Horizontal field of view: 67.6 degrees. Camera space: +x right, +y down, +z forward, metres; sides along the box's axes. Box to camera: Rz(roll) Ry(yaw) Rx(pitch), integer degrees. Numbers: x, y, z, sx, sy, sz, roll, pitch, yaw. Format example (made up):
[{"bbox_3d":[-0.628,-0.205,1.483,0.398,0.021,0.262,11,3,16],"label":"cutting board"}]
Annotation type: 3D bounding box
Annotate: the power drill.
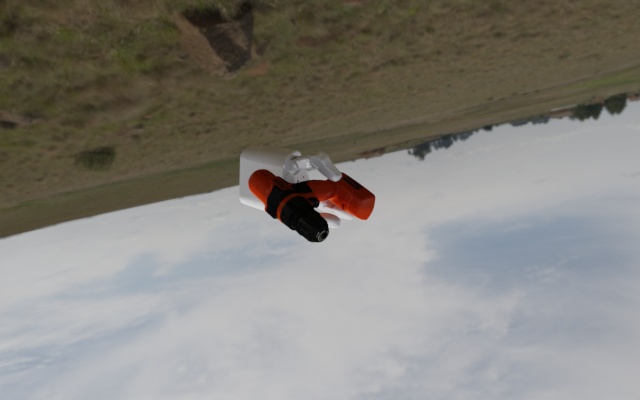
[{"bbox_3d":[0.000,0.002,0.775,0.187,0.057,0.184,-3,32,-43],"label":"power drill"}]
